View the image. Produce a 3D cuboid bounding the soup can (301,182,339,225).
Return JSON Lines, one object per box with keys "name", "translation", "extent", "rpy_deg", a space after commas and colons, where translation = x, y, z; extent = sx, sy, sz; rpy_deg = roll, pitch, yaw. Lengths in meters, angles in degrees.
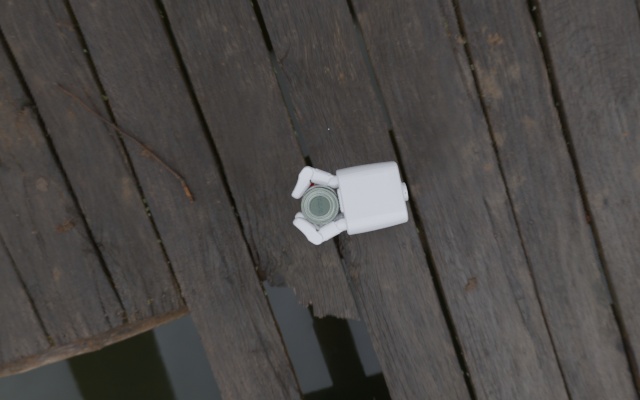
{"name": "soup can", "translation": [0.000, 0.003, 0.857], "extent": [0.068, 0.068, 0.102], "rpy_deg": [0, 9, 1]}
